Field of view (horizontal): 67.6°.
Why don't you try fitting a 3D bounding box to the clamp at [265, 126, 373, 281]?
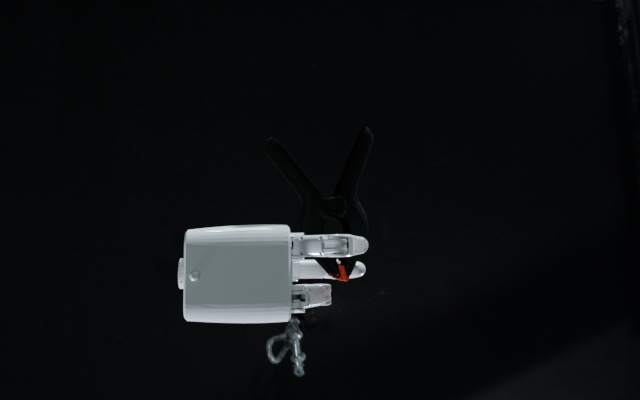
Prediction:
[{"bbox_3d":[0.000,0.002,0.521,0.120,0.171,0.039,0,-5,-8],"label":"clamp"}]
